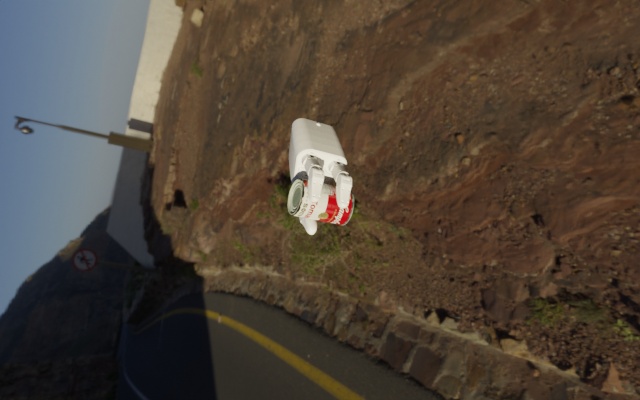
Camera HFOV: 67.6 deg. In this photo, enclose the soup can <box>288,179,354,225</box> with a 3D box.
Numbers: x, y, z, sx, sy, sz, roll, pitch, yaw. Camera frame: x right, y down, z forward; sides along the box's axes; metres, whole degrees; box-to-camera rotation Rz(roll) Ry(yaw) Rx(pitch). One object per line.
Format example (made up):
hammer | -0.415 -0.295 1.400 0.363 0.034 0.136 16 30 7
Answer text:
soup can | 0.000 0.003 0.857 0.102 0.068 0.068 12 -5 -24
